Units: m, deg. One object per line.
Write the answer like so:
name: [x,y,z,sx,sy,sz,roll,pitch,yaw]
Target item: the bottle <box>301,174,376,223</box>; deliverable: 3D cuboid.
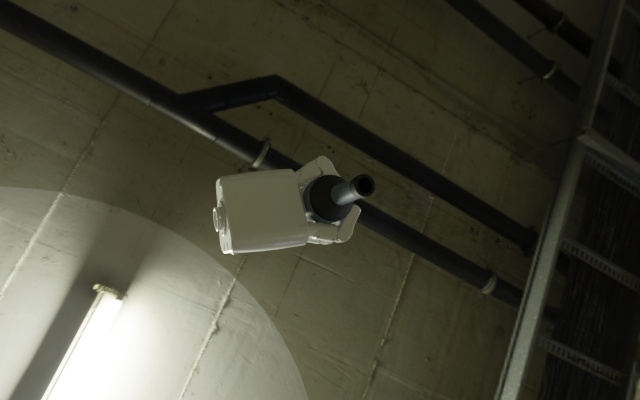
bottle: [0.000,0.002,0.691,0.069,0.069,0.296,0,-8,-21]
